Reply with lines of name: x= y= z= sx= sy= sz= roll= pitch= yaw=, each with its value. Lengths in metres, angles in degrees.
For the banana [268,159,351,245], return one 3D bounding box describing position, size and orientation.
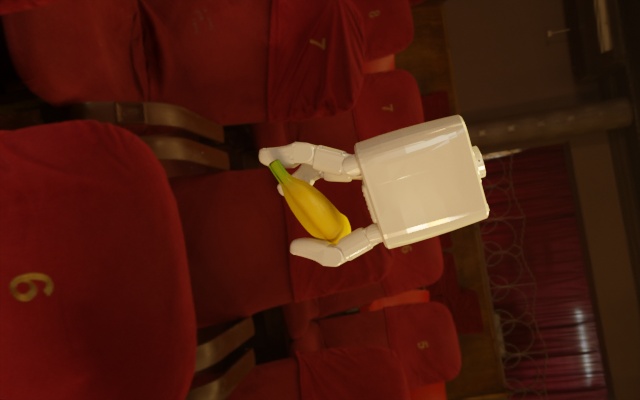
banana: x=0.005 y=0.016 z=0.530 sx=0.037 sy=0.069 sz=0.198 roll=-25 pitch=-26 yaw=9
